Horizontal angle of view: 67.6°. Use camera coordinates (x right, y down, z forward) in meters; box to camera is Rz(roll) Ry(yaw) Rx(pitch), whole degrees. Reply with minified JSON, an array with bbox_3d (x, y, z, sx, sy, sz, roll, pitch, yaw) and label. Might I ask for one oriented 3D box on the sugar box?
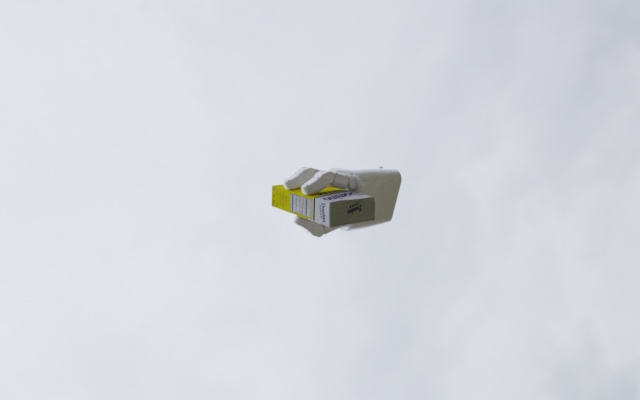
[{"bbox_3d":[0.000,0.002,0.801,0.093,0.048,0.176,-7,11,-36],"label":"sugar box"}]
